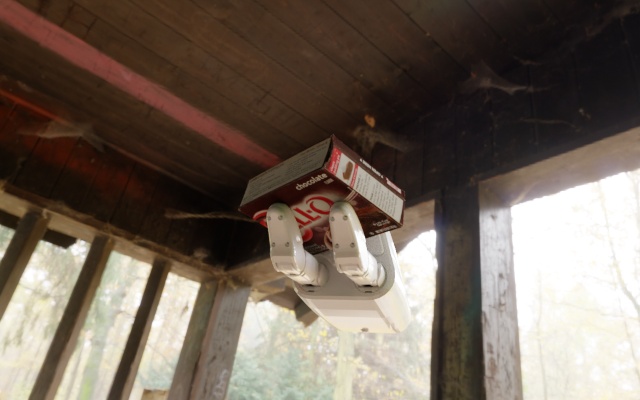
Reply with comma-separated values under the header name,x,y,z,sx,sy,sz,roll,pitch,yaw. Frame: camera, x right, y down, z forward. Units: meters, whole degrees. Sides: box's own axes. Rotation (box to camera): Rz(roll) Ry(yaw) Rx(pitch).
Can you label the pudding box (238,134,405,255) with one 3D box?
name,x,y,z,sx,sy,sz,roll,pitch,yaw
pudding box,0.000,0.001,0.400,0.090,0.039,0.113,34,-39,-30
